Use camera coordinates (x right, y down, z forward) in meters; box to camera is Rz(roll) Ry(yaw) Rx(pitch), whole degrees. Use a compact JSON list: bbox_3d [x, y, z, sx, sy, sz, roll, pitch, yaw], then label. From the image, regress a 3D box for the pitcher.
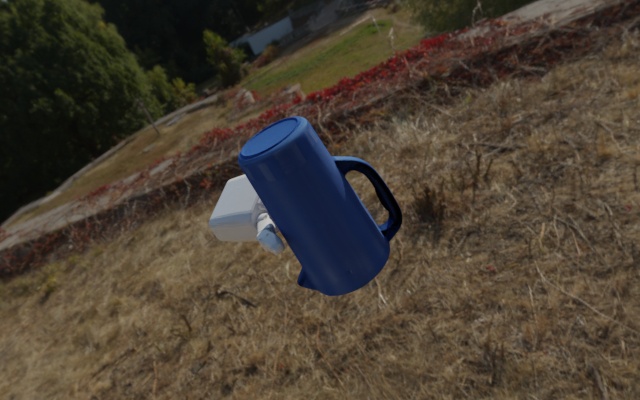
[{"bbox_3d":[0.000,0.002,0.677,0.145,0.243,0.149,-6,36,41],"label":"pitcher"}]
